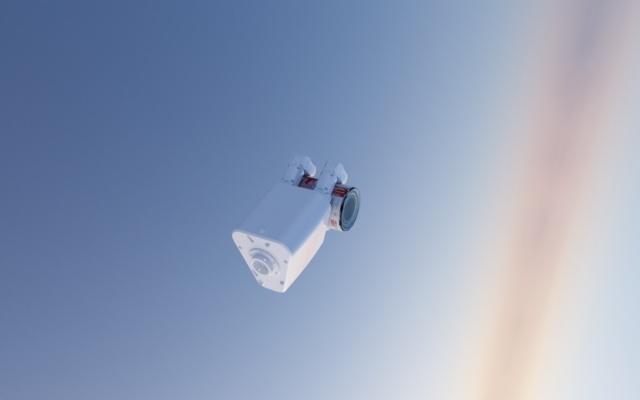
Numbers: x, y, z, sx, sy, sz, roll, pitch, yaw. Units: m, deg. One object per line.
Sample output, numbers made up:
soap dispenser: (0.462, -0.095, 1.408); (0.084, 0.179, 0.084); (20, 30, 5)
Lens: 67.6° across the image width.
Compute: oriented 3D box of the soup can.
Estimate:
soup can: (0.001, 0.002, 0.714); (0.102, 0.068, 0.068); (14, 6, 25)
